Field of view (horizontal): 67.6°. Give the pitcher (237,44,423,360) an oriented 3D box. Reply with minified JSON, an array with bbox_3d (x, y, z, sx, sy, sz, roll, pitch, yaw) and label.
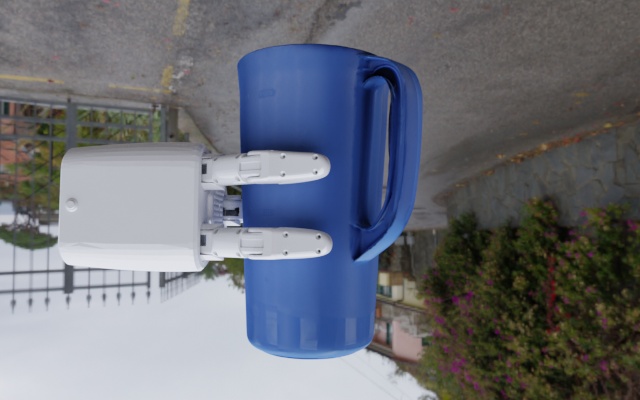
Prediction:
[{"bbox_3d":[0.000,0.001,0.402,0.145,0.243,0.149,1,-2,0],"label":"pitcher"}]
